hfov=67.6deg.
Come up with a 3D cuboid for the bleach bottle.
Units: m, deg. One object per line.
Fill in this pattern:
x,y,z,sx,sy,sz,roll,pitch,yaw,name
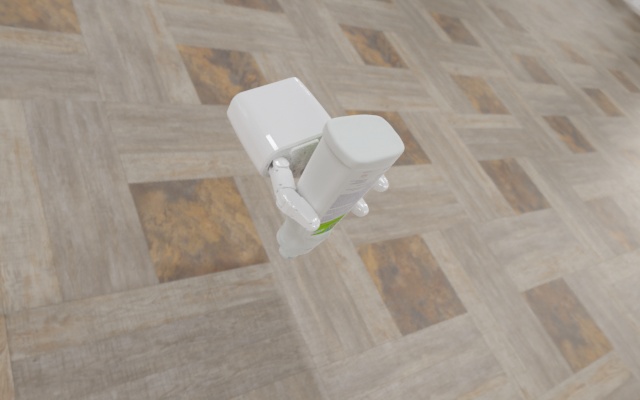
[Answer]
0.000,0.002,0.611,0.102,0.068,0.251,-15,-28,-40,bleach bottle
